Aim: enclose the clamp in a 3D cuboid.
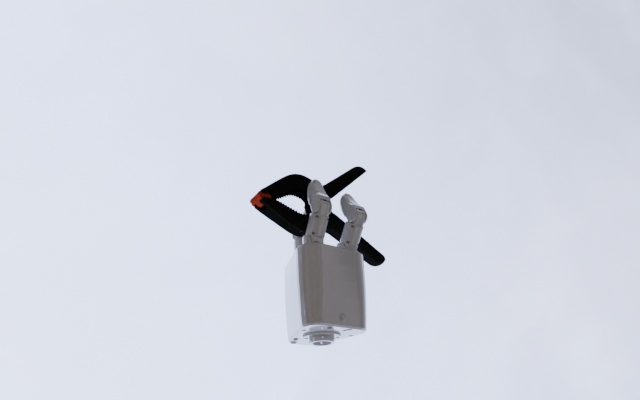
[{"bbox_3d":[-0.001,0.003,0.688,0.210,0.164,0.036,15,-35,-29],"label":"clamp"}]
